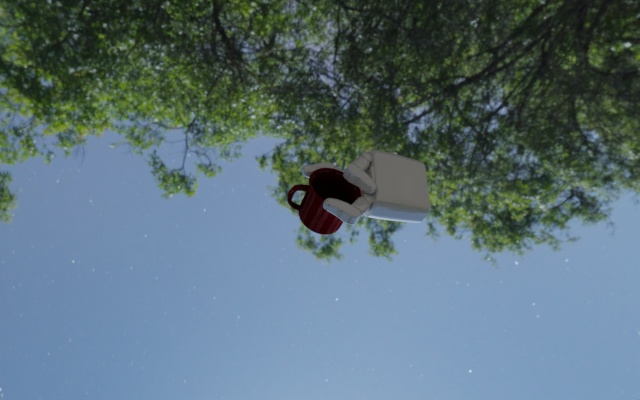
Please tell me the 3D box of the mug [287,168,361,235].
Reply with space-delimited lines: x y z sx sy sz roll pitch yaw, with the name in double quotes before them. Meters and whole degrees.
"mug" -0.001 0.003 0.816 0.117 0.093 0.081 10 -45 -19
